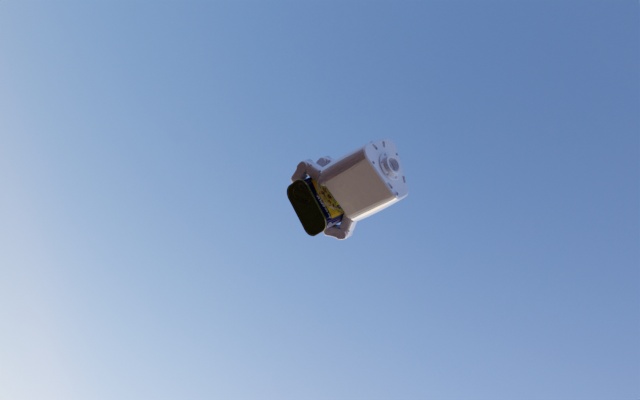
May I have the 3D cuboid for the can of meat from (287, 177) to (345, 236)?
[{"bbox_3d":[0.000,0.003,0.869,0.084,0.102,0.057,-22,-8,-46],"label":"can of meat"}]
